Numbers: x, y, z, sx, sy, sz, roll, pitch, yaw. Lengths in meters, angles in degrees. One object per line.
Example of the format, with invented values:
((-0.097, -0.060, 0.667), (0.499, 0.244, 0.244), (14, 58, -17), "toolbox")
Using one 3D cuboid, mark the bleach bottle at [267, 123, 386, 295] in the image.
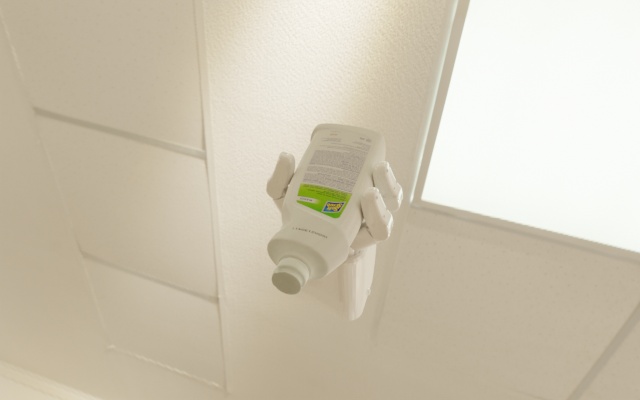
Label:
((0.000, 0.002, 0.524), (0.102, 0.068, 0.250), (9, 38, 16), "bleach bottle")
